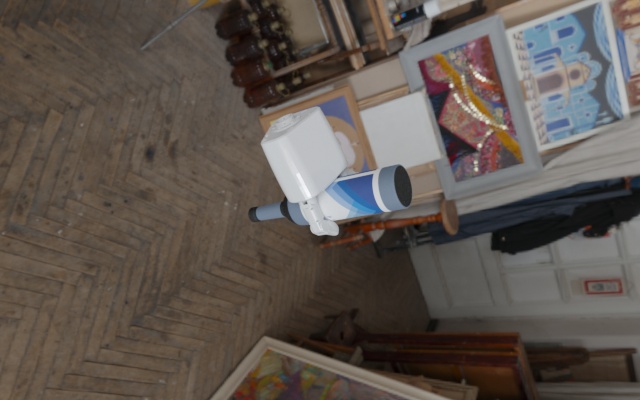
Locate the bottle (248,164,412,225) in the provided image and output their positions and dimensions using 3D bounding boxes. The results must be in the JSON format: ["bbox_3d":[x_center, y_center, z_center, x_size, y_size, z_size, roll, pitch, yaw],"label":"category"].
[{"bbox_3d":[0.000,0.003,0.780,0.296,0.069,0.069,-11,-6,33],"label":"bottle"}]
